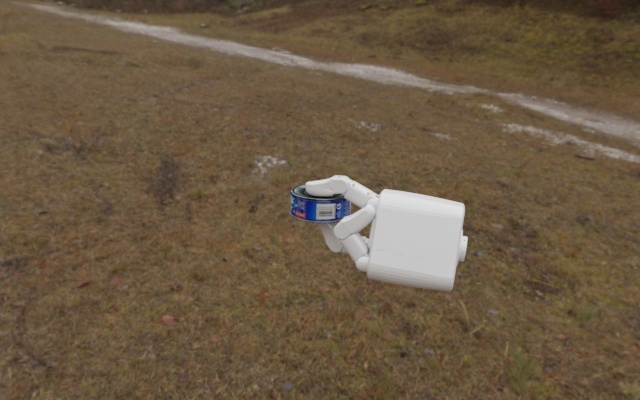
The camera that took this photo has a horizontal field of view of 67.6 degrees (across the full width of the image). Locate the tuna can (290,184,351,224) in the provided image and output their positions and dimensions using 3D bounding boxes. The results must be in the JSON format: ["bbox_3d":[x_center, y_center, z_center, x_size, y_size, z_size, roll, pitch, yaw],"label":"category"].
[{"bbox_3d":[0.000,0.002,0.665,0.086,0.034,0.086,2,17,0],"label":"tuna can"}]
